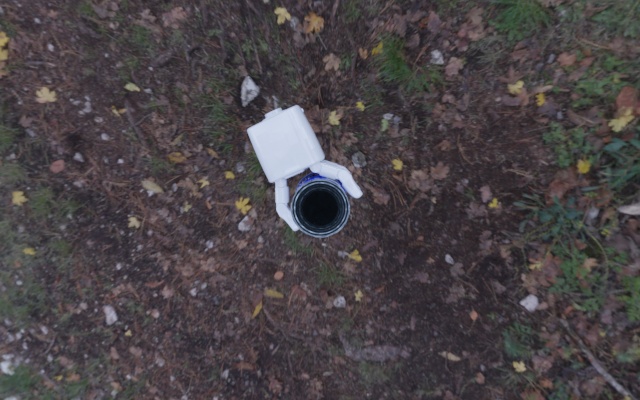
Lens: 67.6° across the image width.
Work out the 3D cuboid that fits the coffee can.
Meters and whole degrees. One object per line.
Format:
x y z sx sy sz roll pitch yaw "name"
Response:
0.000 0.003 0.885 0.103 0.103 0.140 0 9 0 "coffee can"
